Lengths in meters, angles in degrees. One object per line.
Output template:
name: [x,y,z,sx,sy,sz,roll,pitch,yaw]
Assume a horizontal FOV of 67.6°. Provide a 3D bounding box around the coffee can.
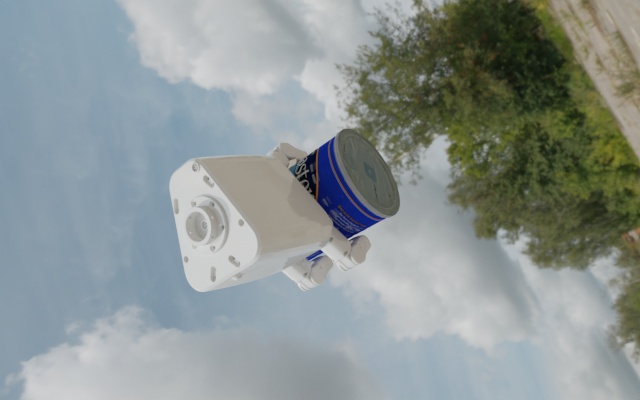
coffee can: [0.000,0.002,0.523,0.140,0.102,0.103,-32,-17,29]
